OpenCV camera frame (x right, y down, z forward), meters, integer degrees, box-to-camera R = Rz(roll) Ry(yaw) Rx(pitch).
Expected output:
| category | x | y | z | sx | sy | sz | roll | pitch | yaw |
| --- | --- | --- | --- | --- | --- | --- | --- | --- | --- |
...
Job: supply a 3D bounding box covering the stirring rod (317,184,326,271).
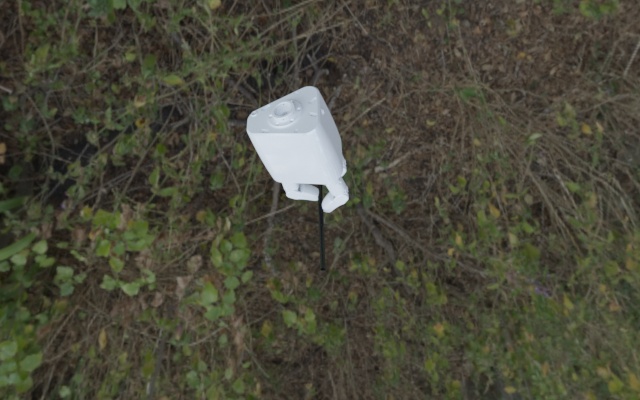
| category | x | y | z | sx | sy | sz | roll | pitch | yaw |
| --- | --- | --- | --- | --- | --- | --- | --- | --- | --- |
| stirring rod | 0.000 | 0.002 | 0.764 | 0.011 | 0.239 | 0.011 | -1 | -35 | -1 |
